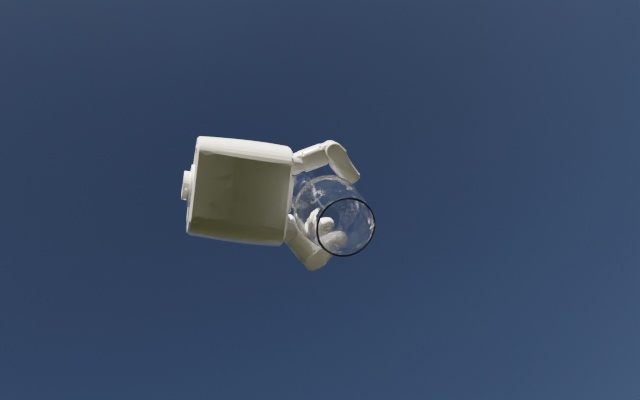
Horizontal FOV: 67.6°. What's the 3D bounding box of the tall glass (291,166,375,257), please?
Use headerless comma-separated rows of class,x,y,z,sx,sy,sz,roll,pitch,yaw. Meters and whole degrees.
tall glass,0.000,0.002,0.562,0.079,0.079,0.201,0,15,-16
